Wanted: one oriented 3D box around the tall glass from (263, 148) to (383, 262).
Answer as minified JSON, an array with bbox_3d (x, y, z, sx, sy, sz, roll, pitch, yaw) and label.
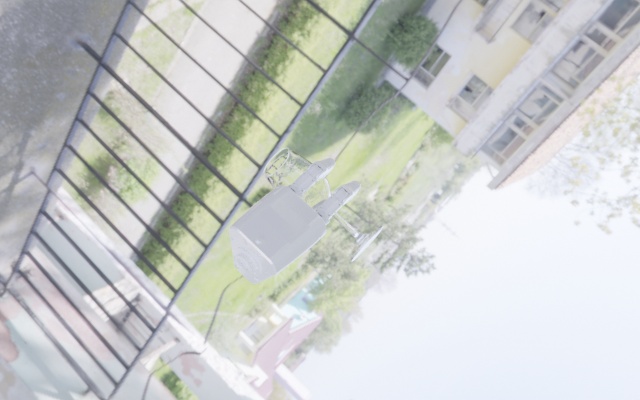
[{"bbox_3d":[0.001,0.003,0.761,0.201,0.079,0.079,42,10,11],"label":"tall glass"}]
